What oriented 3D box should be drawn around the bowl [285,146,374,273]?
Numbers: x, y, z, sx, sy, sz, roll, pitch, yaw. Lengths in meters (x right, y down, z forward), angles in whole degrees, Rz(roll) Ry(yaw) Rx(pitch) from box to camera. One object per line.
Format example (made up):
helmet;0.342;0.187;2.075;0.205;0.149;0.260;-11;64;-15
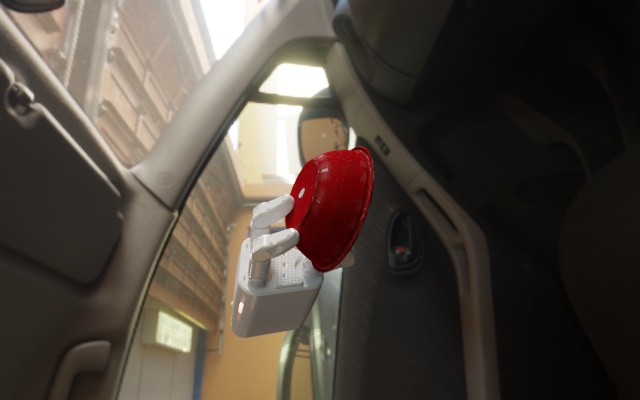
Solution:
bowl;0.000;0.001;0.577;0.055;0.162;0.162;20;-7;-20
